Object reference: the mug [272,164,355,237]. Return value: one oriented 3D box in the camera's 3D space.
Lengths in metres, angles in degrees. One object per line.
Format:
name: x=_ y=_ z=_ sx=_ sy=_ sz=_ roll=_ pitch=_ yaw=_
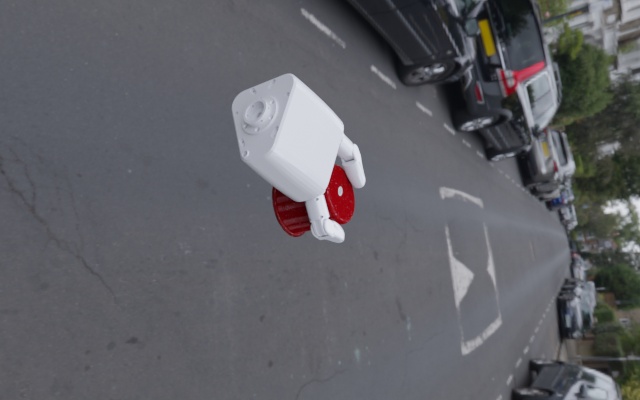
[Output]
mug: x=0.001 y=0.003 z=0.657 sx=0.081 sy=0.093 sz=0.117 roll=-12 pitch=-27 yaw=29
